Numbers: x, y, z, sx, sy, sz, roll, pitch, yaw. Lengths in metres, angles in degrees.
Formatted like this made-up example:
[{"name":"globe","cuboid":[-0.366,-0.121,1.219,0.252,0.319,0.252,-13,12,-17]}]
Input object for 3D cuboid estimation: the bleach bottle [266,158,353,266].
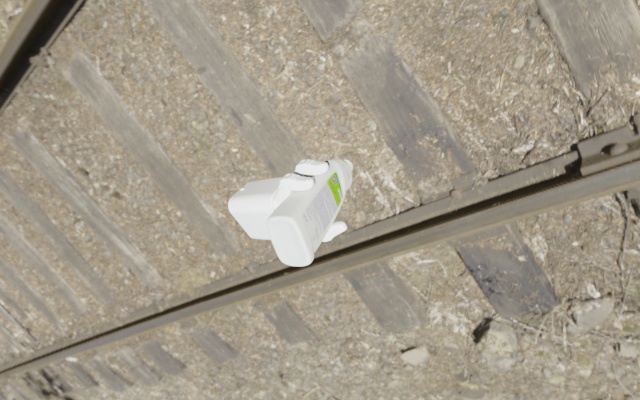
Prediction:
[{"name":"bleach bottle","cuboid":[0.000,0.003,0.855,0.068,0.103,0.250,-2,29,31]}]
